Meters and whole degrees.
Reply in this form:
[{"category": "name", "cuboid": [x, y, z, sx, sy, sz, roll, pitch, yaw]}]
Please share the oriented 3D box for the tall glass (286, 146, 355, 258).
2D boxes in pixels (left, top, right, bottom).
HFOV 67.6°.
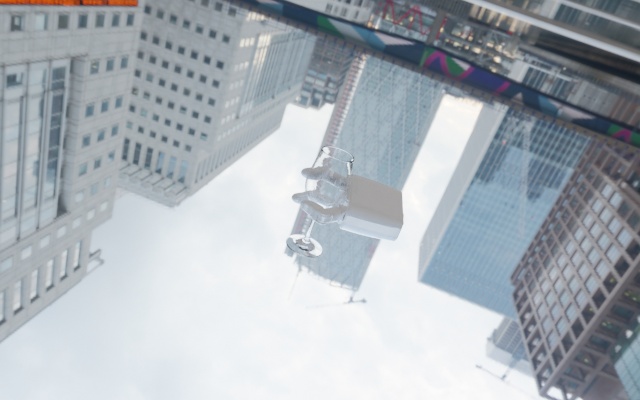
[{"category": "tall glass", "cuboid": [0.000, 0.003, 0.877, 0.079, 0.201, 0.079, 16, 25, -8]}]
